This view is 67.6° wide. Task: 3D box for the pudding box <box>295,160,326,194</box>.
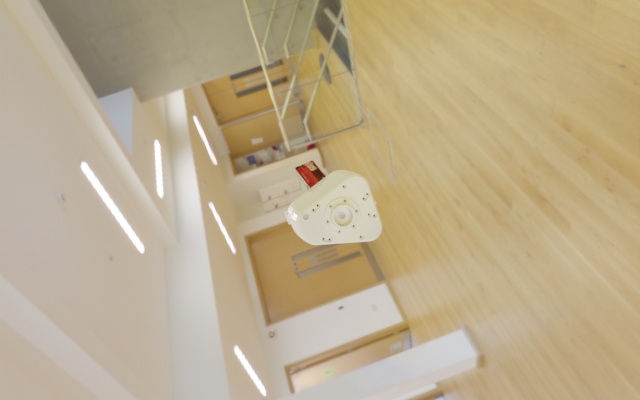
[{"bbox_3d":[0.000,0.003,0.790,0.039,0.114,0.090,-21,36,-11],"label":"pudding box"}]
